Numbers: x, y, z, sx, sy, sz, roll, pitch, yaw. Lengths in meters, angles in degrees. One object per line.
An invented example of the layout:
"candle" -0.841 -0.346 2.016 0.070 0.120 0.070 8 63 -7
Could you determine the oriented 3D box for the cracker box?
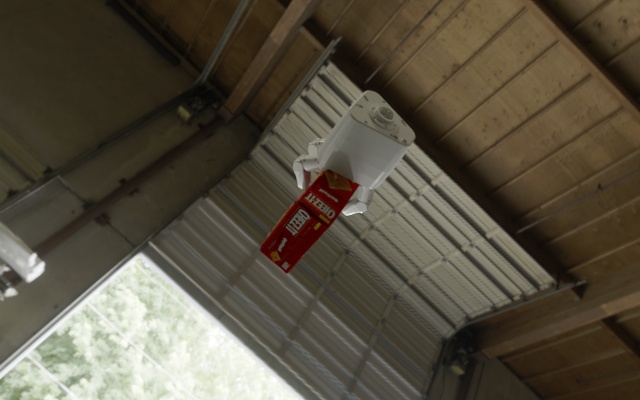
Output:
"cracker box" 0.000 0.003 0.826 0.213 0.072 0.164 -51 0 -44
